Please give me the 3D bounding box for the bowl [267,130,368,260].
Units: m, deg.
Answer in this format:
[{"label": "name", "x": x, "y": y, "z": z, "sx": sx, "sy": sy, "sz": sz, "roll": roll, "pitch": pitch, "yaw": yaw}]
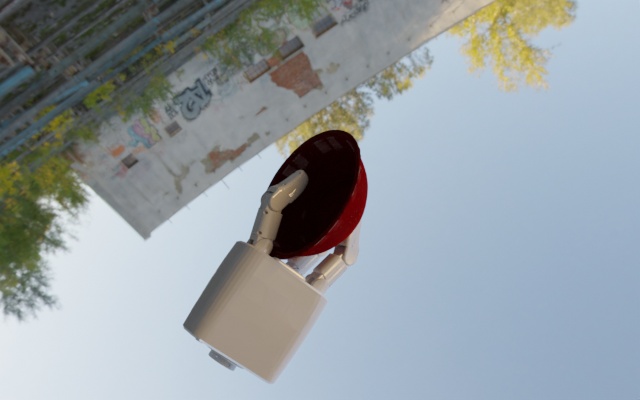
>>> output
[{"label": "bowl", "x": 0.001, "y": 0.001, "z": 0.542, "sx": 0.055, "sy": 0.162, "sz": 0.162, "roll": 32, "pitch": -20, "yaw": -34}]
